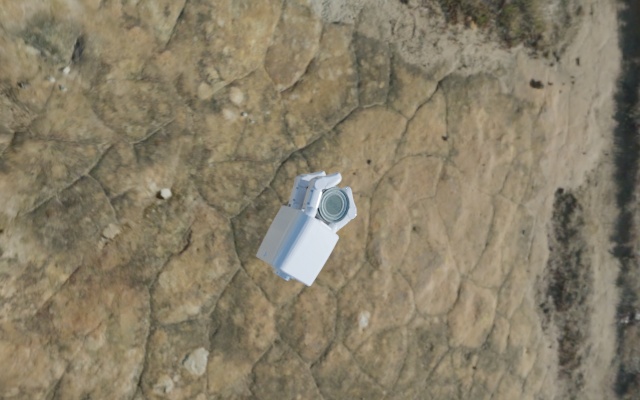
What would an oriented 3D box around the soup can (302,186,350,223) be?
[{"bbox_3d":[0.001,0.003,0.887,0.068,0.068,0.102,0,6,-30],"label":"soup can"}]
